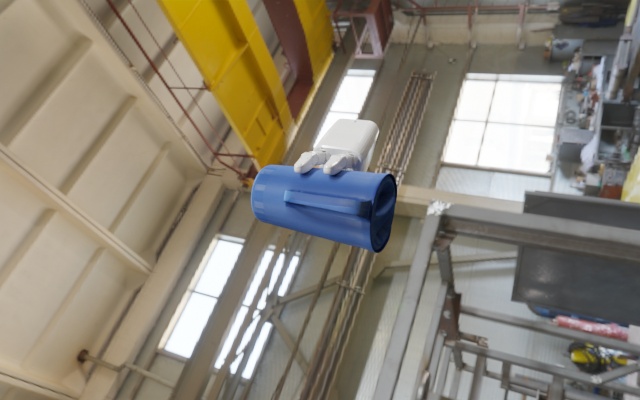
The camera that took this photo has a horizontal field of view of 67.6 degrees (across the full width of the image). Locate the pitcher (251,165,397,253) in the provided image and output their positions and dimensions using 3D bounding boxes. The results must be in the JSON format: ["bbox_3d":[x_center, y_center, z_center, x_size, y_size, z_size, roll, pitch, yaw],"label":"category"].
[{"bbox_3d":[0.000,0.003,0.827,0.243,0.149,0.145,9,46,24],"label":"pitcher"}]
